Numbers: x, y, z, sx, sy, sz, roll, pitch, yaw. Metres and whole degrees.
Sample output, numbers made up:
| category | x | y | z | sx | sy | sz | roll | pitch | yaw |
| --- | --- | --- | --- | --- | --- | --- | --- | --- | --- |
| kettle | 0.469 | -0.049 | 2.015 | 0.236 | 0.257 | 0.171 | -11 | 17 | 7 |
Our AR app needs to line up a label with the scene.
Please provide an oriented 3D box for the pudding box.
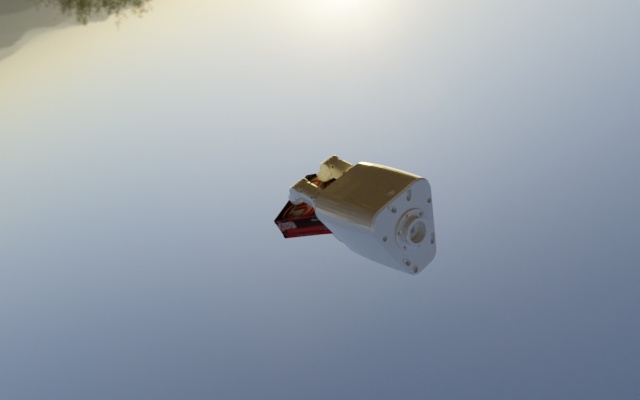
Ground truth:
| category | x | y | z | sx | sy | sz | roll | pitch | yaw |
| --- | --- | --- | --- | --- | --- | --- | --- | --- | --- |
| pudding box | 0.000 | 0.002 | 0.666 | 0.090 | 0.039 | 0.113 | -8 | 31 | 34 |
